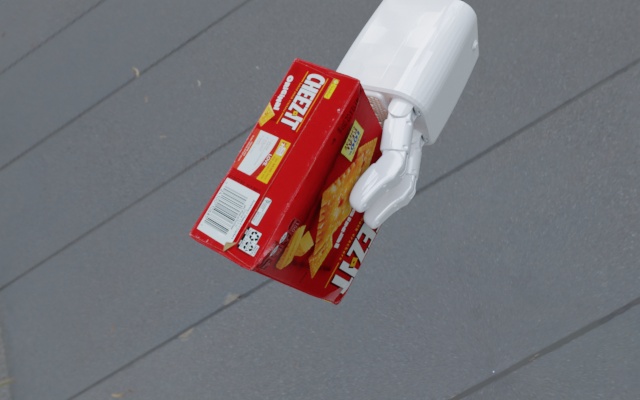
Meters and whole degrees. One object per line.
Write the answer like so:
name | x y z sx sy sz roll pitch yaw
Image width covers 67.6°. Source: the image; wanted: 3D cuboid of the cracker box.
cracker box | 0.000 0.001 0.446 0.072 0.164 0.214 26 -8 26
